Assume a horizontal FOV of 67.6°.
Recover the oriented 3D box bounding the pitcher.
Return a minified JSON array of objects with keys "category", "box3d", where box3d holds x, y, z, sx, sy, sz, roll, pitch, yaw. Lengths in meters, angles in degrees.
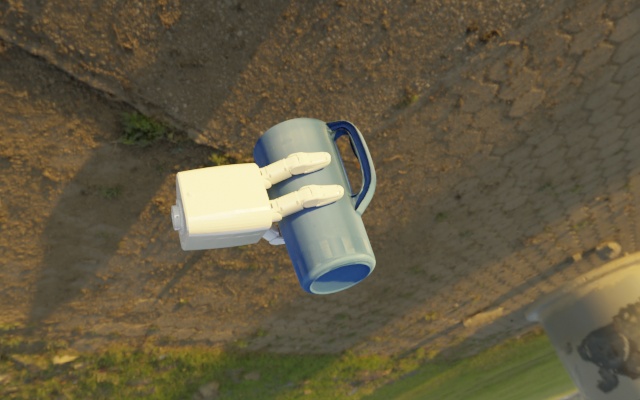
[{"category":"pitcher","box3d":[0.000,0.002,0.698,0.145,0.242,0.149,-5,-33,-24]}]
